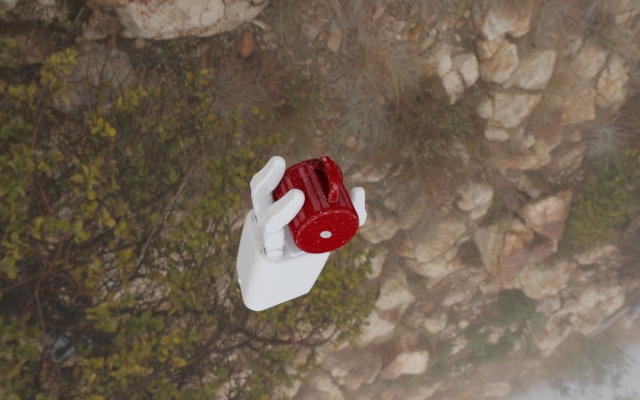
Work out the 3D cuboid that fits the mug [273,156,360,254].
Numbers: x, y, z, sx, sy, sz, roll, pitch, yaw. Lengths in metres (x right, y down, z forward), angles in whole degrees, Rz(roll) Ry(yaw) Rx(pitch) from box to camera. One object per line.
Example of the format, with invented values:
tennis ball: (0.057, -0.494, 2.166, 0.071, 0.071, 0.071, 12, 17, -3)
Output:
mug: (0.001, 0.001, 0.568, 0.093, 0.081, 0.117, -2, -44, -24)
